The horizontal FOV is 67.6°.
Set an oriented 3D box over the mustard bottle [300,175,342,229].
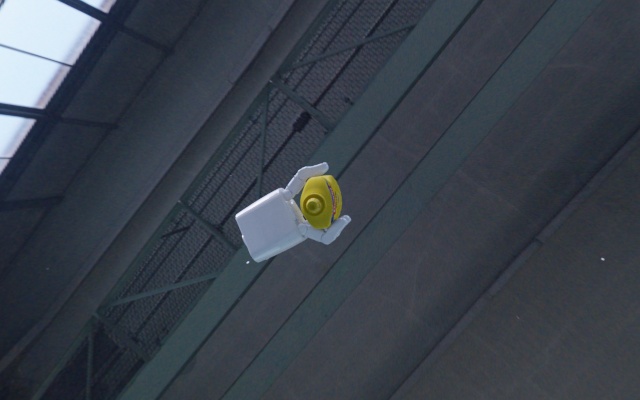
[{"bbox_3d":[0.001,0.003,0.895,0.058,0.096,0.191,-4,3,10],"label":"mustard bottle"}]
